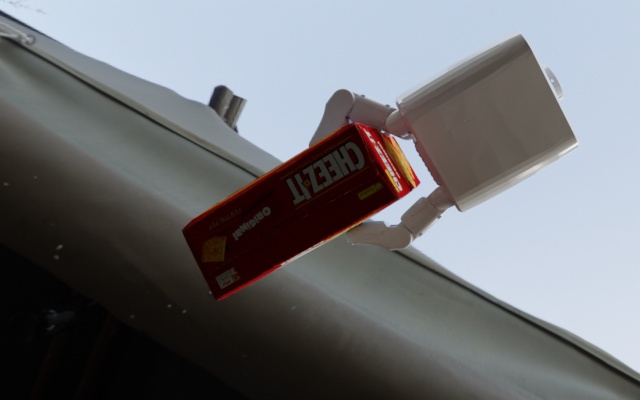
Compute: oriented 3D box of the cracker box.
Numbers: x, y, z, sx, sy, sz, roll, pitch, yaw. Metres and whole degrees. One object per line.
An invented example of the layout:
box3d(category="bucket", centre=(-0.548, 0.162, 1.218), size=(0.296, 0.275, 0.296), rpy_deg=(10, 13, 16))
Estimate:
box3d(category="cracker box", centre=(0.000, 0.002, 0.444), size=(0.164, 0.072, 0.213), rpy_deg=(-31, -5, 16))
